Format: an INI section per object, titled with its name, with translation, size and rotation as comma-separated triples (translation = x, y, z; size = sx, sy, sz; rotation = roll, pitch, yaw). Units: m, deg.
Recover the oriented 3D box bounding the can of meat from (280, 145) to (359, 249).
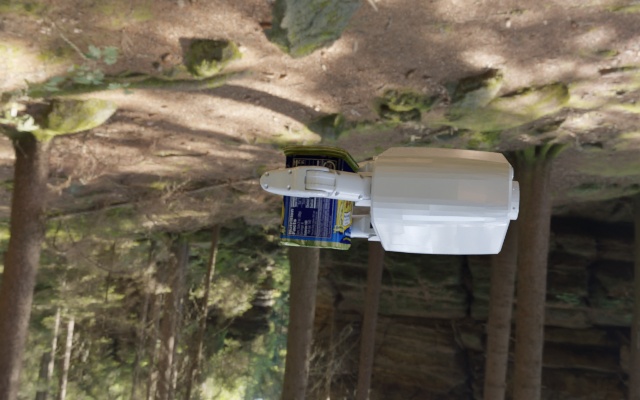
[can of meat]
translation = 0.000, 0.002, 0.440
size = 0.057, 0.084, 0.102
rotation = 3, -6, 13
